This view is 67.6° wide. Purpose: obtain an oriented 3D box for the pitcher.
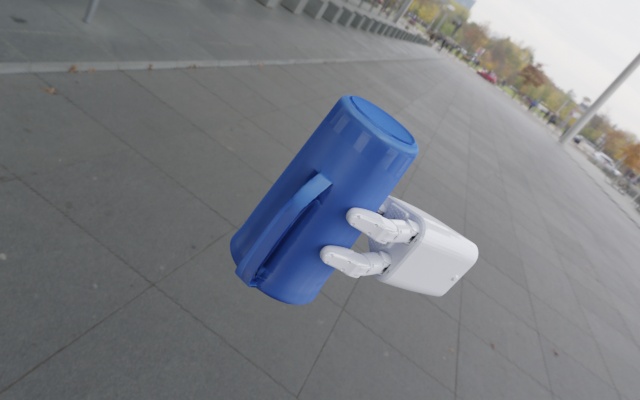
[{"bbox_3d":[0.000,0.002,0.567,0.145,0.243,0.149,23,26,-28],"label":"pitcher"}]
